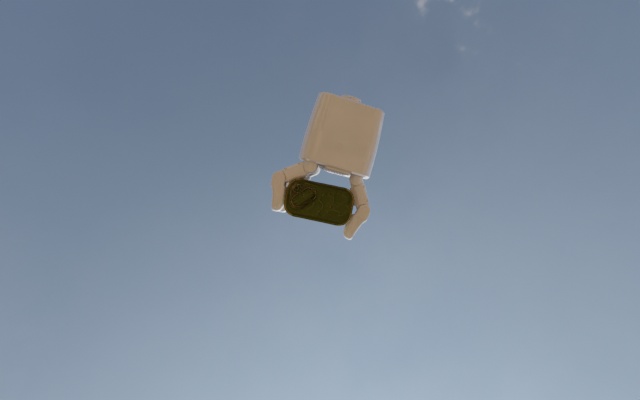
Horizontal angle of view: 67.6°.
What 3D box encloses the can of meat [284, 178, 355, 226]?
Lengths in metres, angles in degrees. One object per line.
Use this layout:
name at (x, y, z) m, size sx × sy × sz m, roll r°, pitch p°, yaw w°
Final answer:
can of meat at (0.000, 0.003, 0.740) m, size 0.102 × 0.057 × 0.084 m, roll 12°, pitch 1°, yaw 3°
